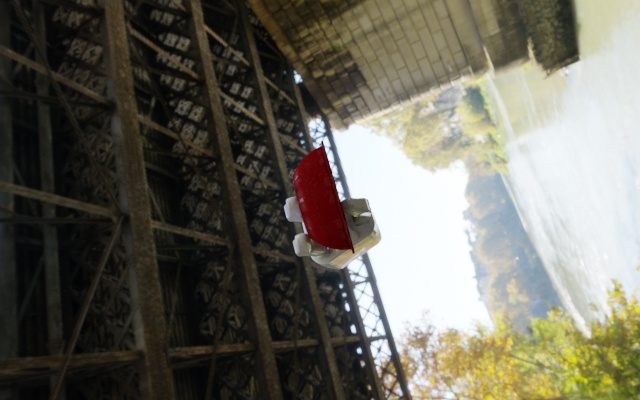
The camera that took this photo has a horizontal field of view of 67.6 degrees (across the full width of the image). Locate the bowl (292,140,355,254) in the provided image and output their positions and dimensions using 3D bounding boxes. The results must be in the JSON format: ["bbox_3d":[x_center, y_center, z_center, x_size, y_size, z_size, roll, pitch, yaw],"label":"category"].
[{"bbox_3d":[-0.001,0.002,0.656,0.055,0.162,0.162,-16,-1,2],"label":"bowl"}]
